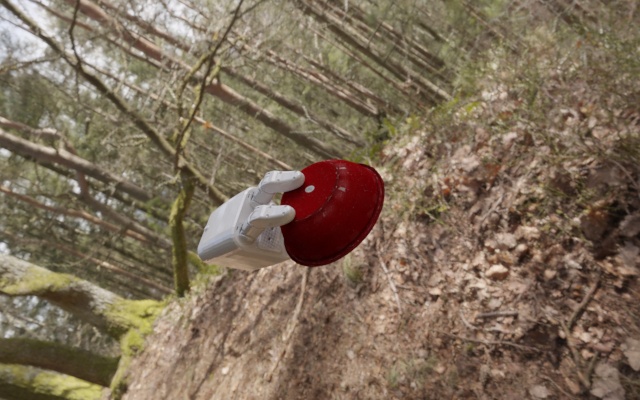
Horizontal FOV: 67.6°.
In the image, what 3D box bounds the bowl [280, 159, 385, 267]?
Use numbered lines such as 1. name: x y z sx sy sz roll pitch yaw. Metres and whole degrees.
1. bowl: 0.001 0.001 0.614 0.162 0.162 0.055 0 -34 44
